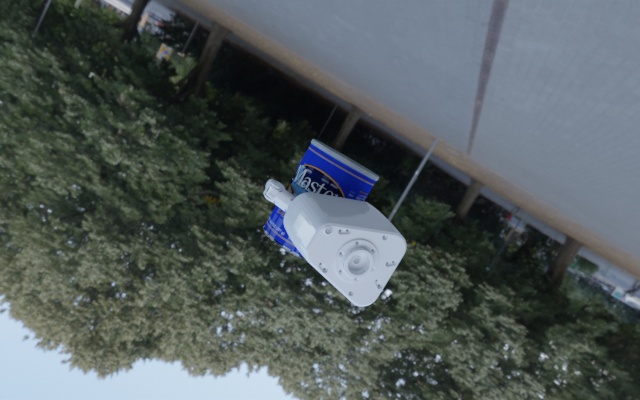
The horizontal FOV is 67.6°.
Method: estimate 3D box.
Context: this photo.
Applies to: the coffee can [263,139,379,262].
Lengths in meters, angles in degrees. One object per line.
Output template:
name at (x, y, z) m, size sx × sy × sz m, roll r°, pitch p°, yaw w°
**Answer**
coffee can at (0.000, 0.002, 0.647) m, size 0.103 × 0.140 × 0.103 m, roll 29°, pitch 7°, yaw -4°
